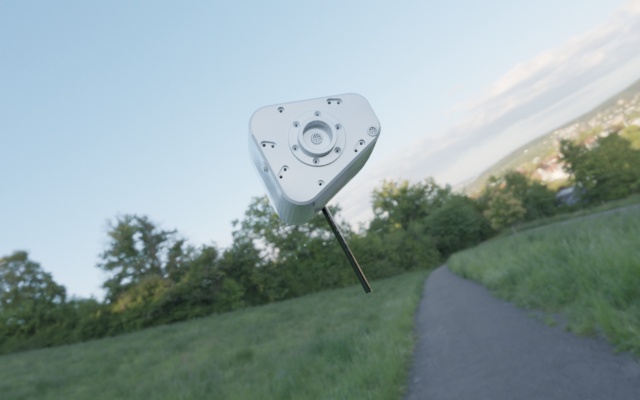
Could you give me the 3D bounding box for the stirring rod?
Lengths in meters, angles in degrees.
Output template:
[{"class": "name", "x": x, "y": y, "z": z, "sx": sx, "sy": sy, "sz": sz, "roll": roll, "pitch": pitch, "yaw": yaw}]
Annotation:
[{"class": "stirring rod", "x": 0.000, "y": 0.002, "z": 0.571, "sx": 0.011, "sy": 0.239, "sz": 0.011, "roll": -28, "pitch": -6, "yaw": -3}]
